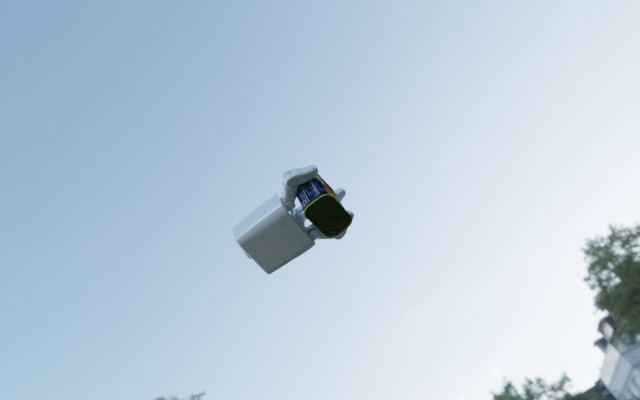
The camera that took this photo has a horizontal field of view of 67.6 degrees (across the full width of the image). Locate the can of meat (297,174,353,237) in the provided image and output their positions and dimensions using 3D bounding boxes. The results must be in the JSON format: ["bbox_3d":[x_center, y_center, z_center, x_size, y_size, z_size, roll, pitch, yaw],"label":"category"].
[{"bbox_3d":[0.000,0.002,0.831,0.057,0.084,0.102,-38,-45,7],"label":"can of meat"}]
